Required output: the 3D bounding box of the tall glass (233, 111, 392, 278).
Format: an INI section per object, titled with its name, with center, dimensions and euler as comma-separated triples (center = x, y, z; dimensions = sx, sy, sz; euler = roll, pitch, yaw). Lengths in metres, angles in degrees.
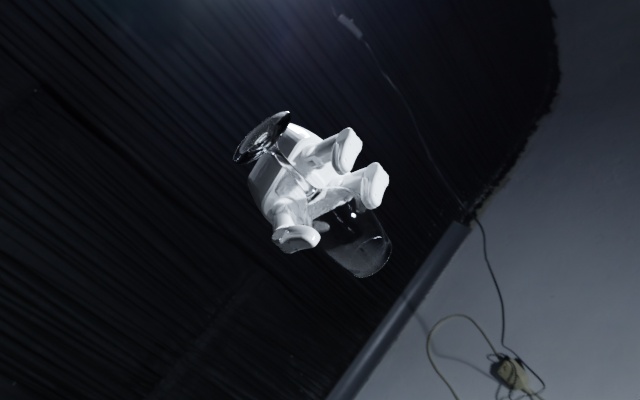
[tall glass]
center = 0.000, 0.001, 0.520
dimensions = 0.079, 0.079, 0.201
euler = 0, -41, 51
